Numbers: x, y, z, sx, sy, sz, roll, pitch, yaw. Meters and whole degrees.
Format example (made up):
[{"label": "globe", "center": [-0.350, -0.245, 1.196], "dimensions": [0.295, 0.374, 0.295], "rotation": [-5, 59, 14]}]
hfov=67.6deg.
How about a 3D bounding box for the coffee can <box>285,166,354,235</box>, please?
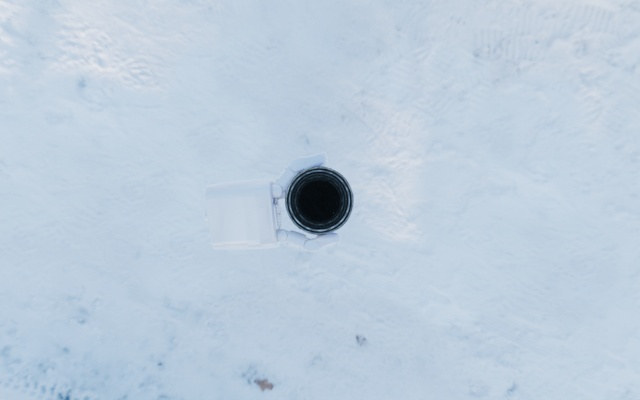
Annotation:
[{"label": "coffee can", "center": [0.000, 0.003, 0.773], "dimensions": [0.103, 0.103, 0.140], "rotation": [0, -2, 1]}]
